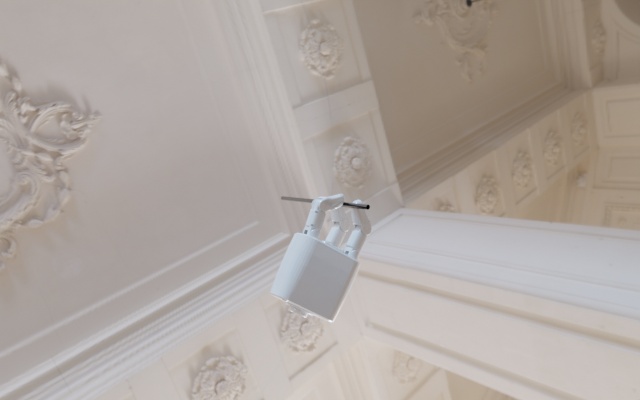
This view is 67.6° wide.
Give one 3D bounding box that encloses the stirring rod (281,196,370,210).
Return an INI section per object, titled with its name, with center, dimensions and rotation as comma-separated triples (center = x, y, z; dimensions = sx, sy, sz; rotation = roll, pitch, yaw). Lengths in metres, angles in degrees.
[stirring rod]
center = 0.000, 0.003, 0.839
dimensions = 0.011, 0.011, 0.239
rotation = 0, 4, -38
